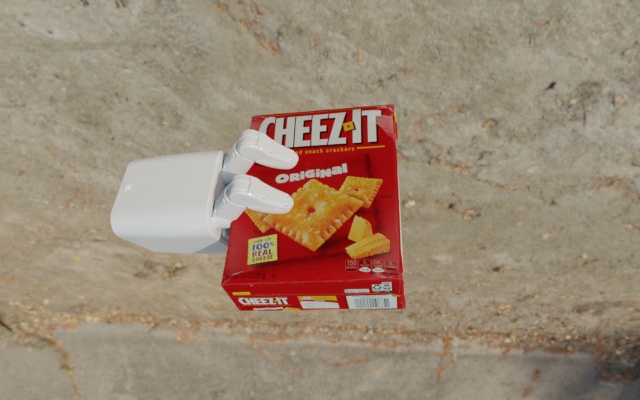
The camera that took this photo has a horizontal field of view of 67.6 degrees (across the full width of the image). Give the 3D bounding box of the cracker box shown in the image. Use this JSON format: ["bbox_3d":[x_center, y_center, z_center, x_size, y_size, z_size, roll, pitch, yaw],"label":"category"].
[{"bbox_3d":[0.000,0.002,0.492,0.164,0.213,0.072,-3,-35,9],"label":"cracker box"}]
